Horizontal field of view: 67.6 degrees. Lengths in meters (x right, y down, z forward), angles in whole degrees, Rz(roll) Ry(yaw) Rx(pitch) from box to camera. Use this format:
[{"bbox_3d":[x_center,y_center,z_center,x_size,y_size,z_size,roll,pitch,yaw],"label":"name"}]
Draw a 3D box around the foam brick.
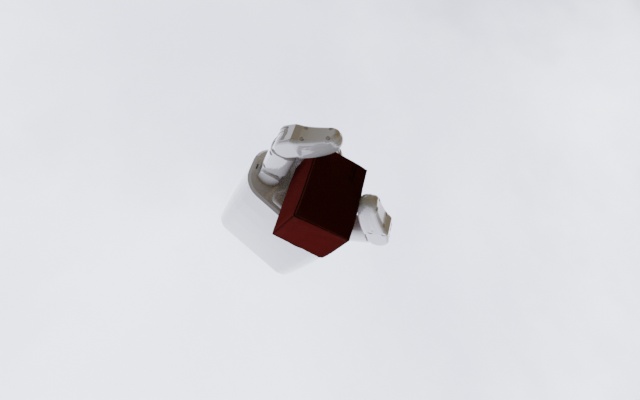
[{"bbox_3d":[0.000,0.002,0.418,0.053,0.078,0.051,28,-34,-15],"label":"foam brick"}]
